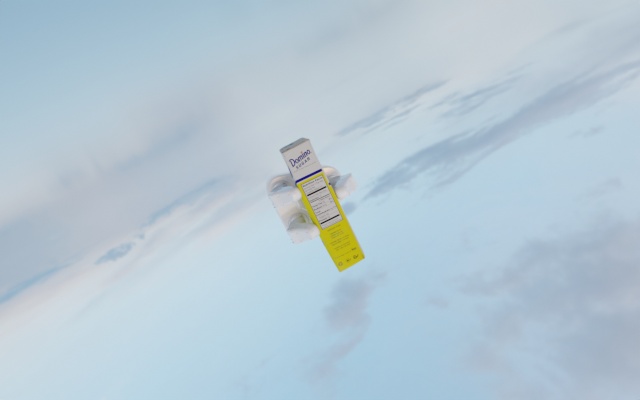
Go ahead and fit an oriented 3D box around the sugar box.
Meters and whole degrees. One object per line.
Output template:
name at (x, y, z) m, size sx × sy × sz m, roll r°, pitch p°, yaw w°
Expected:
sugar box at (0.000, 0.002, 0.651) m, size 0.048 × 0.176 × 0.093 m, roll -29°, pitch 11°, yaw -2°
